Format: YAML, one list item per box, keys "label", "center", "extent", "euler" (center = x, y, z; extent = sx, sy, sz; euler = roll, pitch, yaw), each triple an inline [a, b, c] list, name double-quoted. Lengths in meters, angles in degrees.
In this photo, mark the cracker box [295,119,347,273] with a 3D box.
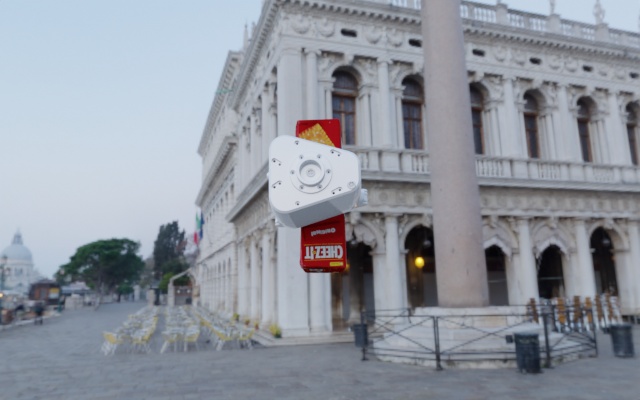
- label: "cracker box"
  center: [0.000, 0.002, 0.739]
  extent: [0.072, 0.213, 0.164]
  euler: [-1, -11, 1]
